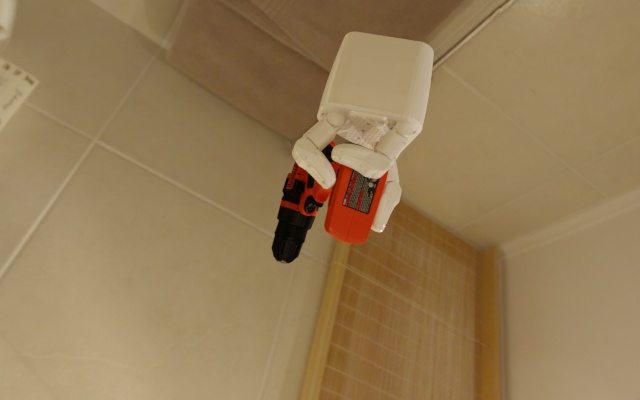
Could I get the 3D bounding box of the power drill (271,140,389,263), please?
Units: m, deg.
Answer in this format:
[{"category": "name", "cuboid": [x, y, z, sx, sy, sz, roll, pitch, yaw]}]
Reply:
[{"category": "power drill", "cuboid": [0.000, 0.002, 0.593, 0.057, 0.184, 0.187, 17, -2, -25]}]
